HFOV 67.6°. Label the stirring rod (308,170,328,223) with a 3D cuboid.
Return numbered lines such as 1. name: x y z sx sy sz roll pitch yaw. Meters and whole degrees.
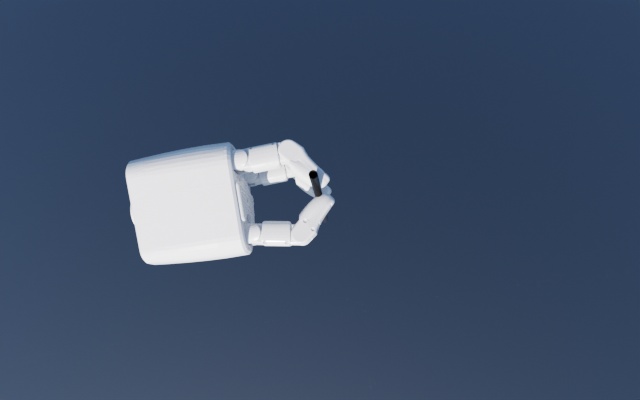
1. stirring rod: 0.000 0.002 0.531 0.011 0.011 0.239 0 -12 3
